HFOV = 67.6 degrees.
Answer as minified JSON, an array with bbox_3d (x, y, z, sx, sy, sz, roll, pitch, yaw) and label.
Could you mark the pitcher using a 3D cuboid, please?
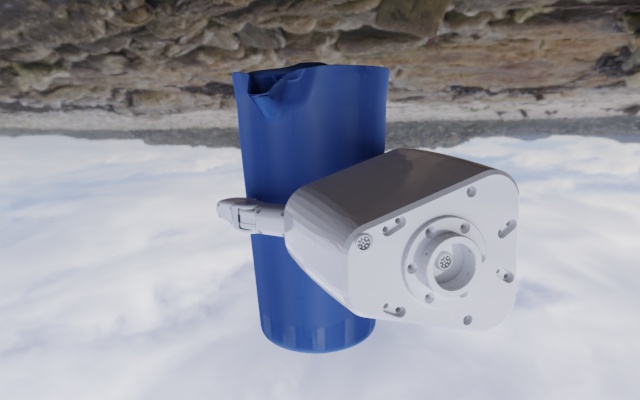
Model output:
[{"bbox_3d":[0.000,0.001,0.436,0.149,0.243,0.145,-5,12,-19],"label":"pitcher"}]
